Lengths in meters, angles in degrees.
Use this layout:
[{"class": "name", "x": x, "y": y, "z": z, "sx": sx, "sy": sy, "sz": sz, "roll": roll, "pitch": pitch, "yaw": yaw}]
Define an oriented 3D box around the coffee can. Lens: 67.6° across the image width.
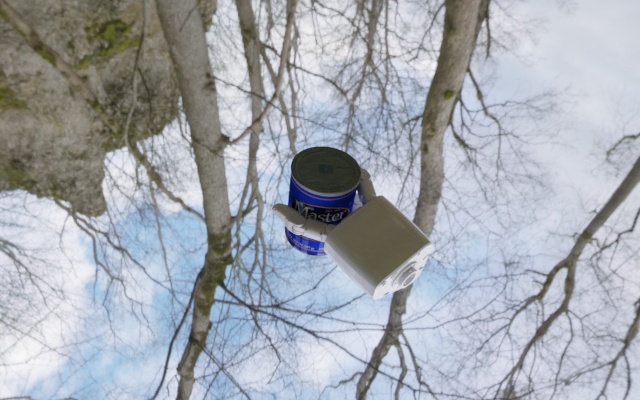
[{"class": "coffee can", "x": 0.000, "y": 0.002, "z": 0.737, "sx": 0.103, "sy": 0.102, "sz": 0.140, "roll": 0, "pitch": -44, "yaw": -9}]
